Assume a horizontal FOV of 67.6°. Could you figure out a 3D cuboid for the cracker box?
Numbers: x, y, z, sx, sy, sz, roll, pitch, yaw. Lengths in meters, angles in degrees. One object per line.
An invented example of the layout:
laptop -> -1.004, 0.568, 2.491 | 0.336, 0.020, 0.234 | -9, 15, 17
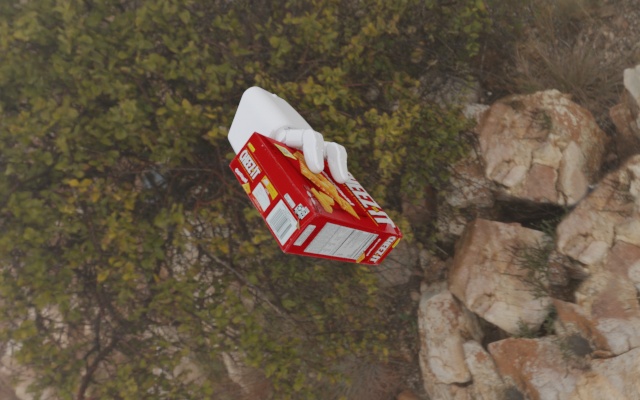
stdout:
cracker box -> 0.000, 0.002, 0.667 | 0.214, 0.072, 0.164 | 16, 30, -50
